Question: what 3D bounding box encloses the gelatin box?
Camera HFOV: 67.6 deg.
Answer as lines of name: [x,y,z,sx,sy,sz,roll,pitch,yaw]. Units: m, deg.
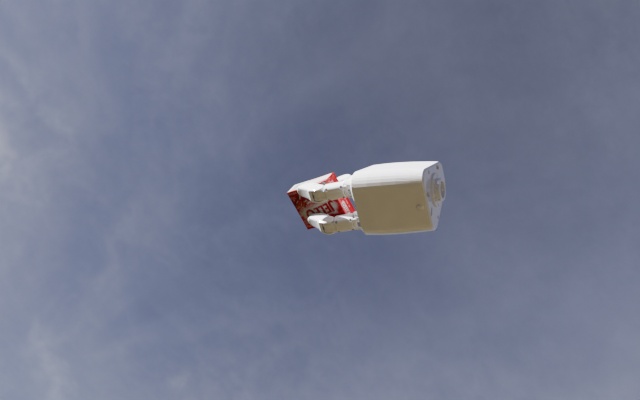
gelatin box: [0.000,0.002,0.760,0.089,0.073,0.030,-16,21,39]
